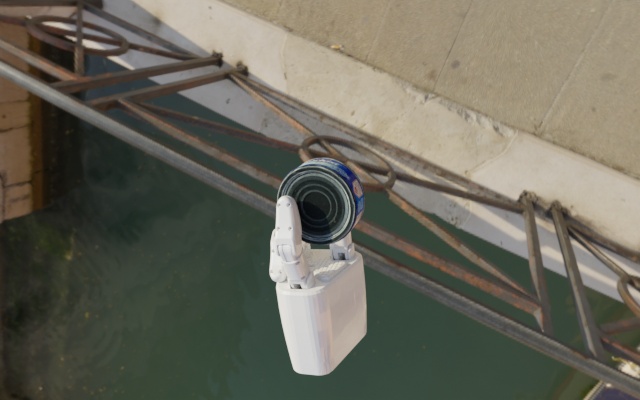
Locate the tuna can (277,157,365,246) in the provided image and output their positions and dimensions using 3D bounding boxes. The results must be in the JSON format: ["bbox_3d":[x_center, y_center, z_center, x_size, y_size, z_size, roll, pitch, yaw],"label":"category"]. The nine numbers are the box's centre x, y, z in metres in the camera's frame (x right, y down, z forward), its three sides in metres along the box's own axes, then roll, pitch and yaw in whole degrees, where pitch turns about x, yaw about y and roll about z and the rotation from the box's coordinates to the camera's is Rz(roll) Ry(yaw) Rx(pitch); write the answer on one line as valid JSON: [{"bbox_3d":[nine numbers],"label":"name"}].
[{"bbox_3d":[0.000,0.002,0.484,0.086,0.086,0.033,0,16,21],"label":"tuna can"}]
